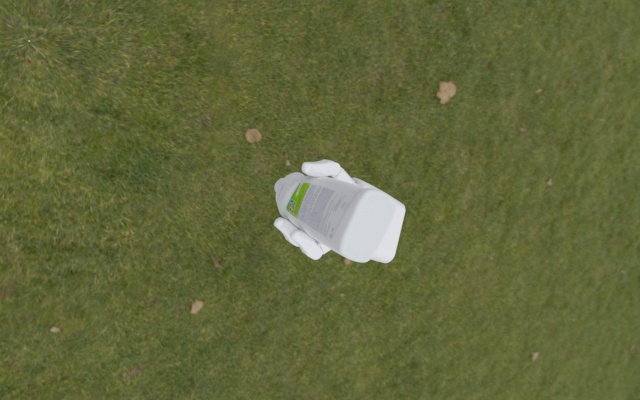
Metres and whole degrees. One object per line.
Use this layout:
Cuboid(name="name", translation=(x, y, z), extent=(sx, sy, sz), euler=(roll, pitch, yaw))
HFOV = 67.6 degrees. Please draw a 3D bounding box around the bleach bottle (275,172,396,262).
Cuboid(name="bleach bottle", translation=(0.000, 0.002, 0.720), extent=(0.068, 0.102, 0.250), euler=(24, 3, -35))
